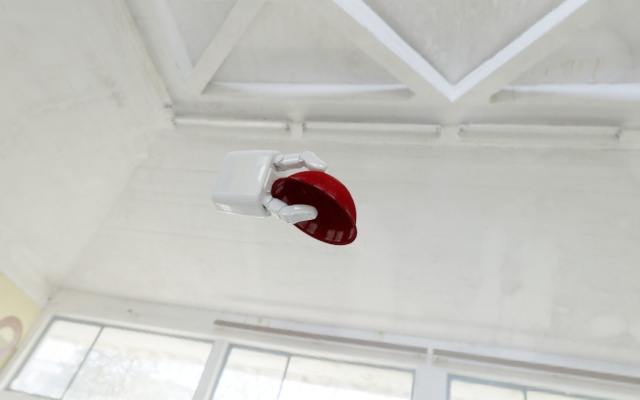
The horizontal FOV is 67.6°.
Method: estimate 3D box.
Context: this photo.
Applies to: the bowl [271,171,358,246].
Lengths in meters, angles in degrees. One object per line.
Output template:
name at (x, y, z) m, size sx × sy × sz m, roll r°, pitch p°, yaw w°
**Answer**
bowl at (0.001, 0.003, 0.785) m, size 0.162 × 0.055 × 0.162 m, roll 26°, pitch -30°, yaw 16°
